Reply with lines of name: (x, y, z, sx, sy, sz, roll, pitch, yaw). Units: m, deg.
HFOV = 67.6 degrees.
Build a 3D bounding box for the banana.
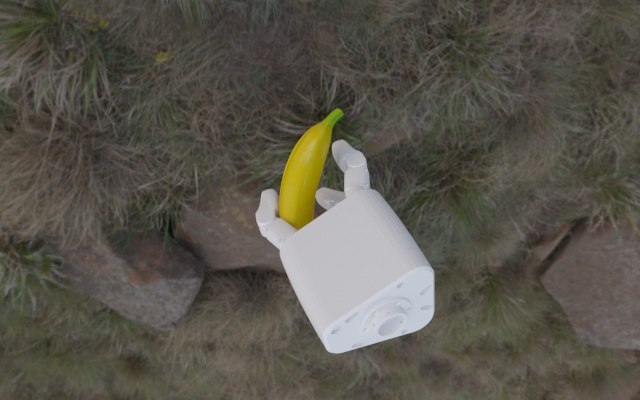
banana: (-0.014, 0.002, 0.509, 0.069, 0.198, 0.037, -13, 39, -35)
